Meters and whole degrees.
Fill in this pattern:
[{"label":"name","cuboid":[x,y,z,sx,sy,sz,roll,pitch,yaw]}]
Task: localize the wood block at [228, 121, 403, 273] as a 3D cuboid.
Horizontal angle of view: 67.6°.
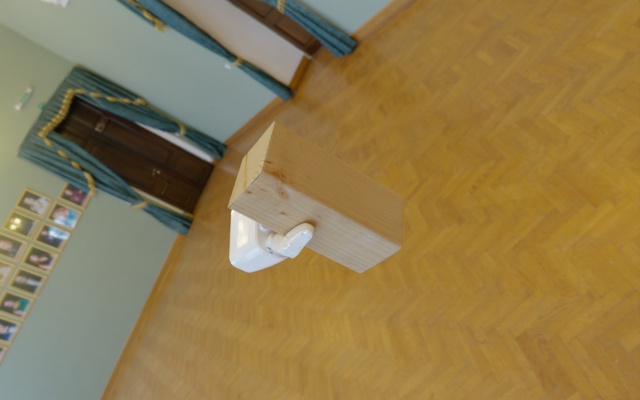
[{"label":"wood block","cuboid":[0.000,0.002,0.617,0.206,0.090,0.090,28,-43,-22]}]
